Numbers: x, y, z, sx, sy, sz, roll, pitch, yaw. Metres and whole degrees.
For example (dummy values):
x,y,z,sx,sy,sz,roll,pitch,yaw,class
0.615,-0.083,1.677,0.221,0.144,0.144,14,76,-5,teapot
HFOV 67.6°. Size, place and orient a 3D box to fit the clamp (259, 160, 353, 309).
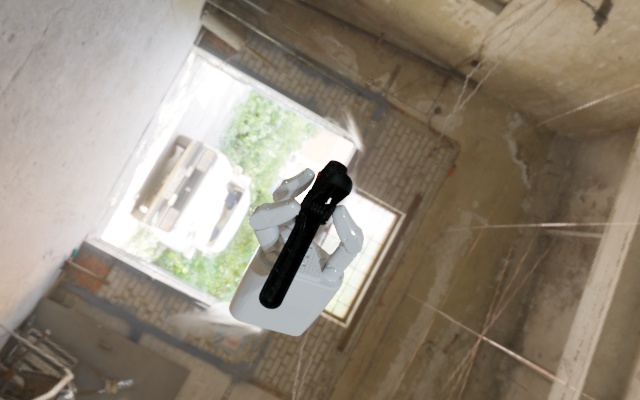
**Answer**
x,y,z,sx,sy,sz,roll,pitch,yaw,class
0.001,0.002,0.527,0.036,0.165,0.210,30,32,-4,clamp
